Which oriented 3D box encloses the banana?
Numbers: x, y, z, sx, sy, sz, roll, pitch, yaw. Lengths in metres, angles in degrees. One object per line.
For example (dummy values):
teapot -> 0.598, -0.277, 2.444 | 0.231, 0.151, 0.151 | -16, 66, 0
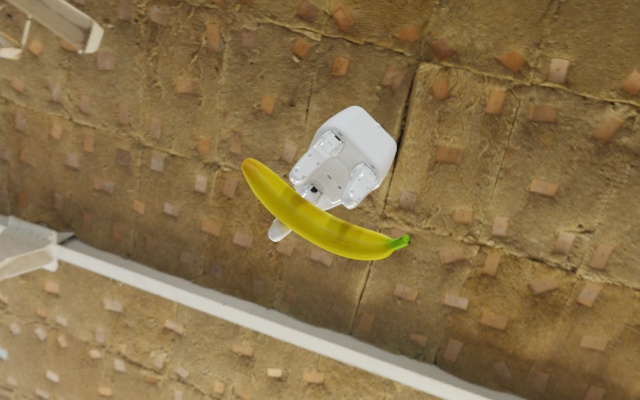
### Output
banana -> -0.001, 0.017, 0.519 | 0.198, 0.070, 0.037 | 25, 38, 11
